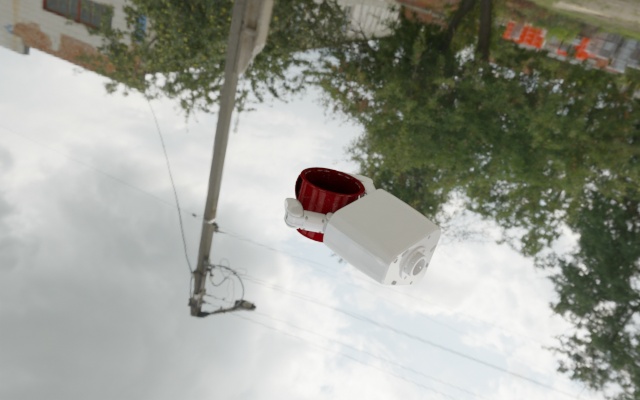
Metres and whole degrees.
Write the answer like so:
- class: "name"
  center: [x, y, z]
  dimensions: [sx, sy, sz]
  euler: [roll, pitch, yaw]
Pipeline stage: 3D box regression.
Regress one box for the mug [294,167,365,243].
- class: "mug"
  center: [-0.001, 0.002, 0.687]
  dimensions: [0.093, 0.081, 0.117]
  euler: [-9, 33, -43]
